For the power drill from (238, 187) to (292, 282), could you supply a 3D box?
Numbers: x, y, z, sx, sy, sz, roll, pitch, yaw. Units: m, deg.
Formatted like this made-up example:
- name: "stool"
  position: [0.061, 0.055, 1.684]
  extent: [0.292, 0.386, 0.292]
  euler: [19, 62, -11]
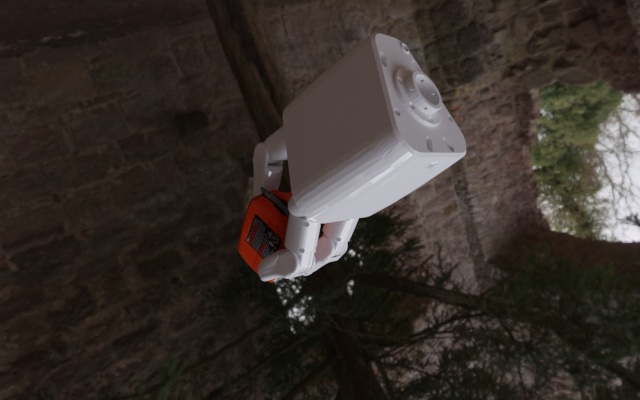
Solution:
- name: "power drill"
  position: [0.000, 0.002, 0.504]
  extent: [0.187, 0.057, 0.184]
  euler: [-40, -16, -35]
